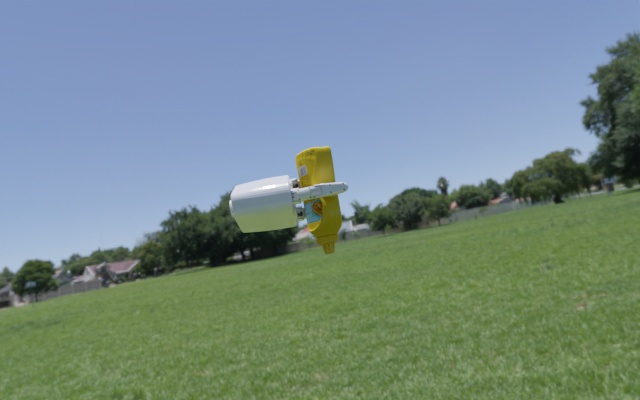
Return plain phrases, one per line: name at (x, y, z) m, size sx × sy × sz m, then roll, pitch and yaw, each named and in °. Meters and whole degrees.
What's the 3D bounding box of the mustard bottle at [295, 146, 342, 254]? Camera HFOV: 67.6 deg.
mustard bottle at (0.000, 0.003, 0.876) m, size 0.058 × 0.191 × 0.096 m, roll -7°, pitch -5°, yaw -27°
